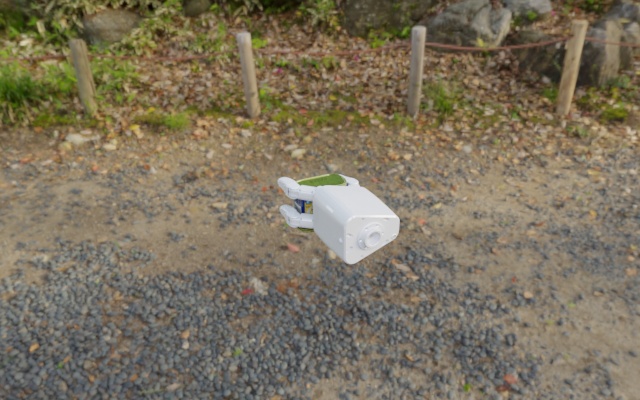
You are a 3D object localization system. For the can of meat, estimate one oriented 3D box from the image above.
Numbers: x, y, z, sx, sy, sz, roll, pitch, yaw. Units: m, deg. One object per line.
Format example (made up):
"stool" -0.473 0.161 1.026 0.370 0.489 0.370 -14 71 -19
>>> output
"can of meat" 0.000 0.003 0.882 0.102 0.084 0.057 -13 32 -20
